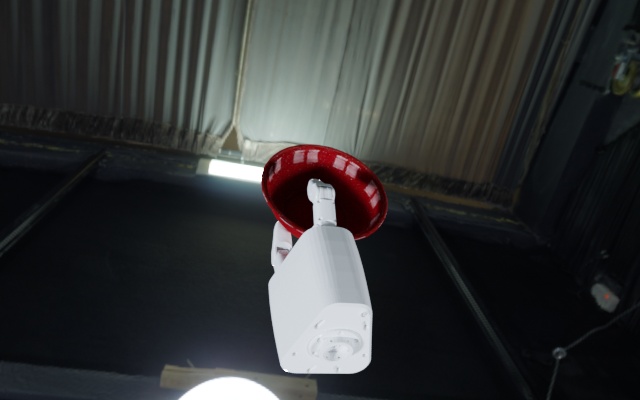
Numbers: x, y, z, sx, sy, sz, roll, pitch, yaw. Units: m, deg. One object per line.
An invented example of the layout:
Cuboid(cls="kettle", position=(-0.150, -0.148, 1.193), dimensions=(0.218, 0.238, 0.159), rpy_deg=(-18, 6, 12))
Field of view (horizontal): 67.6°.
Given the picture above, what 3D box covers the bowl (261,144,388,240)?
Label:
Cuboid(cls="bowl", position=(0.000, 0.001, 0.607), dimensions=(0.162, 0.162, 0.055), rpy_deg=(0, -41, -20))
